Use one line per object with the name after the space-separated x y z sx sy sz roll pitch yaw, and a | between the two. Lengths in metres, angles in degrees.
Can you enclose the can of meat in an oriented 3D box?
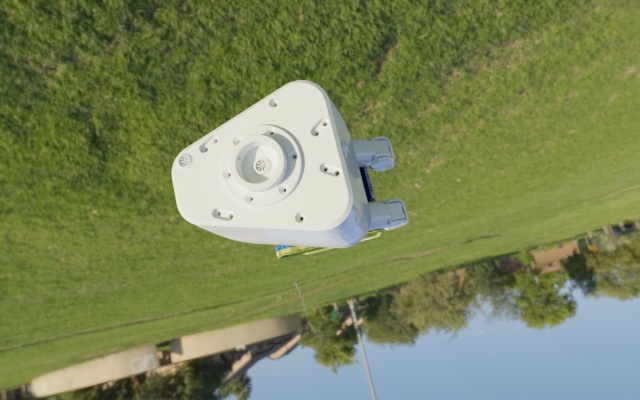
0.000 0.002 0.434 0.102 0.084 0.057 -14 -11 4 | can of meat
